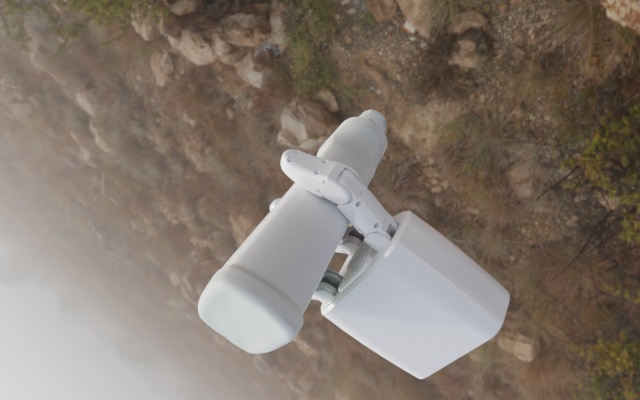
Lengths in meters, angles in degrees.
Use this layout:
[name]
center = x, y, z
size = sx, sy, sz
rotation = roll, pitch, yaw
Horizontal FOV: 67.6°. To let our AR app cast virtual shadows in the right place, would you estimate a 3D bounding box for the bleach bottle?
[bleach bottle]
center = 0.000, 0.001, 0.402
size = 0.068, 0.250, 0.103
rotation = 37, -35, -5
